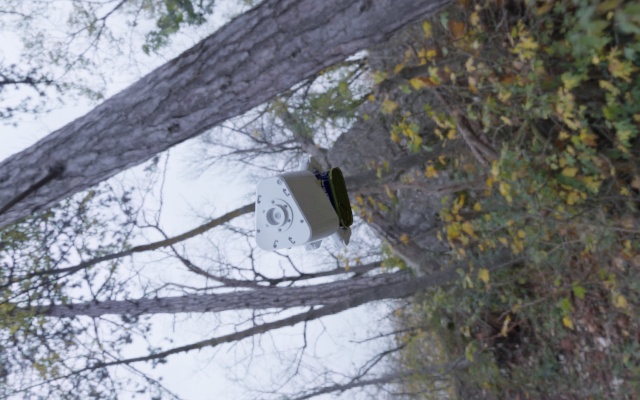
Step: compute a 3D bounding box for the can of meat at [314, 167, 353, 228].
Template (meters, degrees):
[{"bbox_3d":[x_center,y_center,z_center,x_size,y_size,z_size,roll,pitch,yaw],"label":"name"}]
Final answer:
[{"bbox_3d":[0.000,0.003,0.812,0.084,0.102,0.057,-13,4,22],"label":"can of meat"}]
